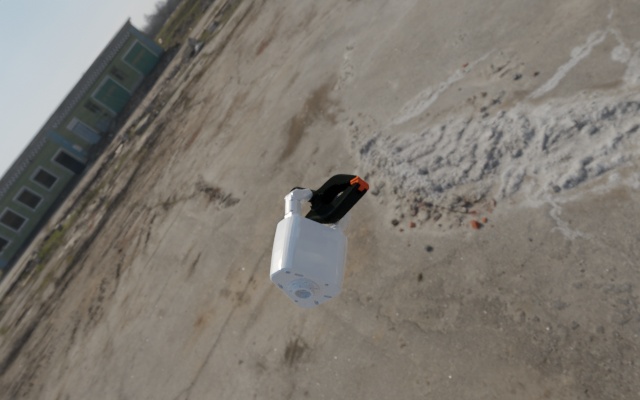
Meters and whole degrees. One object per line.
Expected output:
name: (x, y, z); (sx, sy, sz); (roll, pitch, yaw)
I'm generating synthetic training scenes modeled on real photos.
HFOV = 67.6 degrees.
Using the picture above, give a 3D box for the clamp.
clamp: (0.000, 0.002, 0.847); (0.036, 0.164, 0.210); (34, -50, -29)
